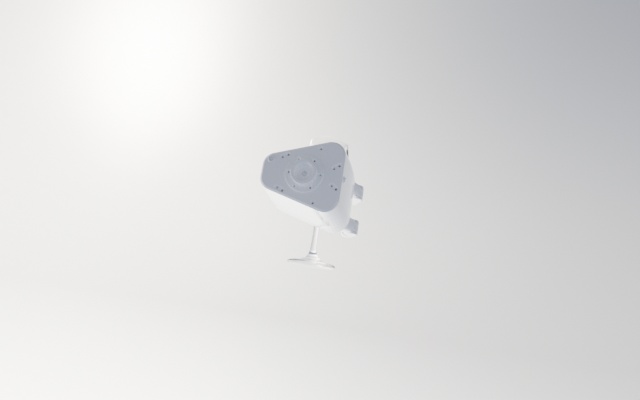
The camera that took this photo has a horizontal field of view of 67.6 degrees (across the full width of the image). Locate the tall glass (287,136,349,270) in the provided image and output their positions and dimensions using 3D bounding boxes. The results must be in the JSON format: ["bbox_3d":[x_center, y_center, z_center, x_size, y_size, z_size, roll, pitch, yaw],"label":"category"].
[{"bbox_3d":[0.000,0.003,0.750,0.079,0.201,0.079,8,-14,2],"label":"tall glass"}]
